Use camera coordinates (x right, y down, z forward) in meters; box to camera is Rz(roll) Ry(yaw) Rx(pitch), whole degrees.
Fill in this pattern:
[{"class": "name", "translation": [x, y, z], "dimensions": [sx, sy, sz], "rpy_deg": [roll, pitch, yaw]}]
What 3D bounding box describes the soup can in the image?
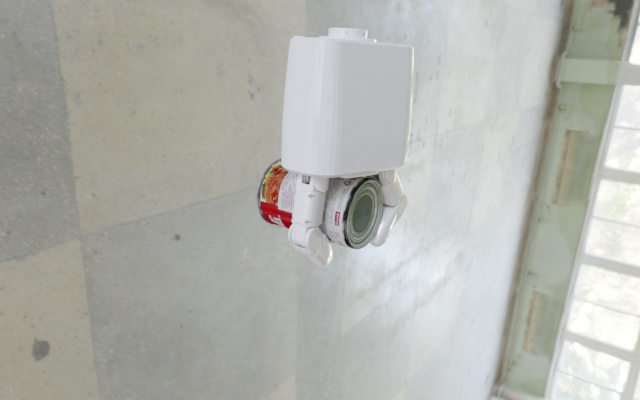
[{"class": "soup can", "translation": [0.000, 0.002, 0.453], "dimensions": [0.102, 0.068, 0.068], "rpy_deg": [15, 8, 33]}]
